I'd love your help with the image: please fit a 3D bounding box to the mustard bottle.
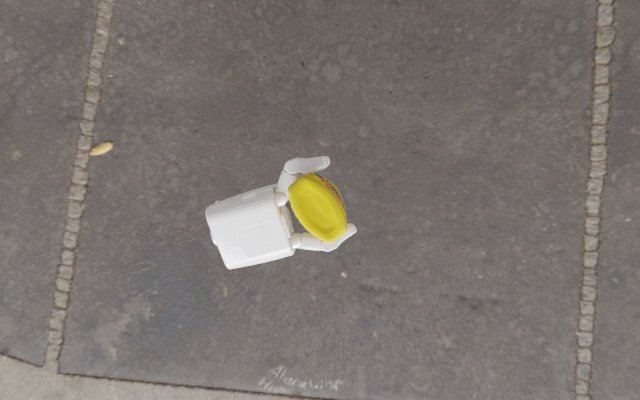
[{"bbox_3d":[0.000,0.002,0.717,0.058,0.096,0.191,-39,3,6],"label":"mustard bottle"}]
